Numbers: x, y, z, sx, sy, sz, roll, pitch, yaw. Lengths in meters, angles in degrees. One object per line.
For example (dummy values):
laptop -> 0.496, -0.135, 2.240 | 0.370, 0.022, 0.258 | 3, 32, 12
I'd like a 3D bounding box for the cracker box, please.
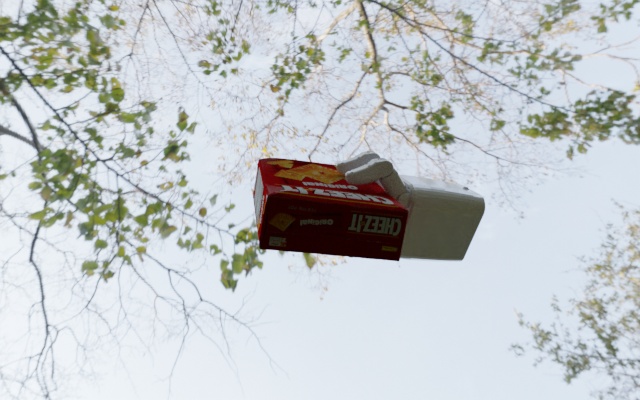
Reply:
cracker box -> 0.000, 0.002, 0.622 | 0.164, 0.072, 0.213 | 6, 14, -12
